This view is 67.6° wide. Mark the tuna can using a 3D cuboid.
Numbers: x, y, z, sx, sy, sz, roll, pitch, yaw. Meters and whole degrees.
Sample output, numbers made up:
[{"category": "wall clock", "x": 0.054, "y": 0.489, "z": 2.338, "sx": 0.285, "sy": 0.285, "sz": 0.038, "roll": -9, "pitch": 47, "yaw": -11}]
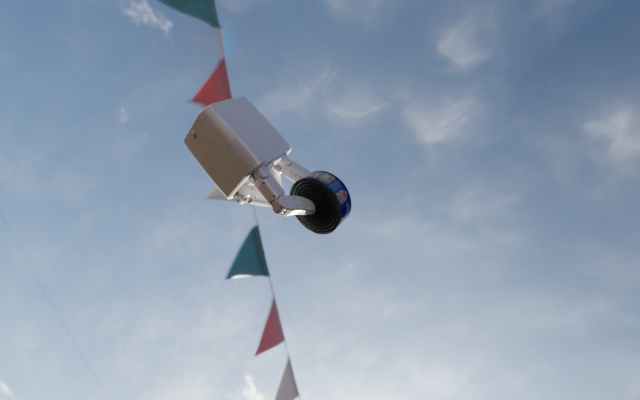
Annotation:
[{"category": "tuna can", "x": 0.000, "y": 0.002, "z": 0.669, "sx": 0.086, "sy": 0.086, "sz": 0.033, "roll": 0, "pitch": 25, "yaw": 38}]
